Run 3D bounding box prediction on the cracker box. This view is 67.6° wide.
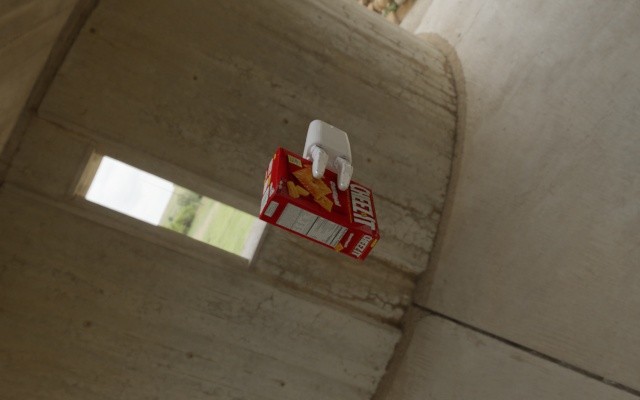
[{"bbox_3d":[0.000,0.003,0.899,0.214,0.072,0.164,23,32,-16],"label":"cracker box"}]
